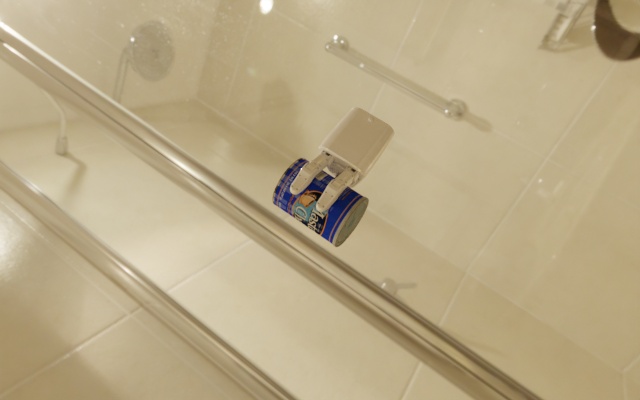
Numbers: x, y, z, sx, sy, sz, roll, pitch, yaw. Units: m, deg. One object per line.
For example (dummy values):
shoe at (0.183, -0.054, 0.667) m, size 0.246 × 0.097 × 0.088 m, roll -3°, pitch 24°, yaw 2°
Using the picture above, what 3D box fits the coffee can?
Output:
coffee can at (0.000, 0.003, 0.854) m, size 0.140 × 0.103 × 0.103 m, roll 34°, pitch 10°, yaw 15°
